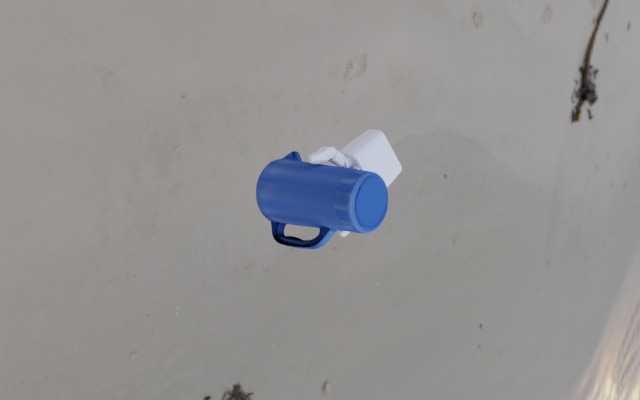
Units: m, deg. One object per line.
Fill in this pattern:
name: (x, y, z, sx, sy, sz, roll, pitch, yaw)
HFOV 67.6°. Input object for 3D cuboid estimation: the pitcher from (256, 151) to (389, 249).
pitcher: (0.000, 0.003, 0.895, 0.243, 0.149, 0.145, 9, 38, 44)
